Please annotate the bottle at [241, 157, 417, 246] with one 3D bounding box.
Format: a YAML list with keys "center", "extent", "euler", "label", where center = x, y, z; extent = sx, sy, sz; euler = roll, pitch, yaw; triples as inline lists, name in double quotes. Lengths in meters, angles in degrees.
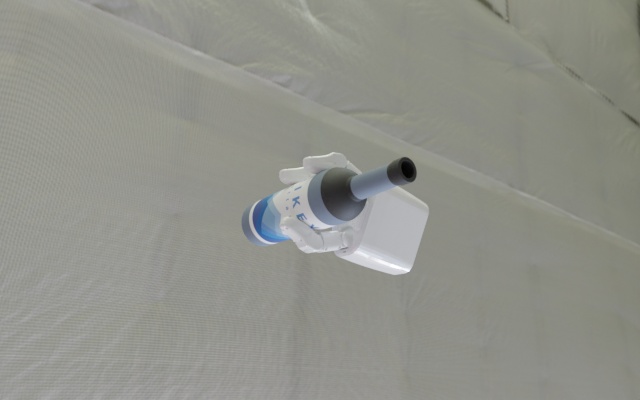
- center: [0.000, 0.002, 0.592]
  extent: [0.069, 0.069, 0.296]
  euler: [0, -13, -38]
  label: "bottle"
